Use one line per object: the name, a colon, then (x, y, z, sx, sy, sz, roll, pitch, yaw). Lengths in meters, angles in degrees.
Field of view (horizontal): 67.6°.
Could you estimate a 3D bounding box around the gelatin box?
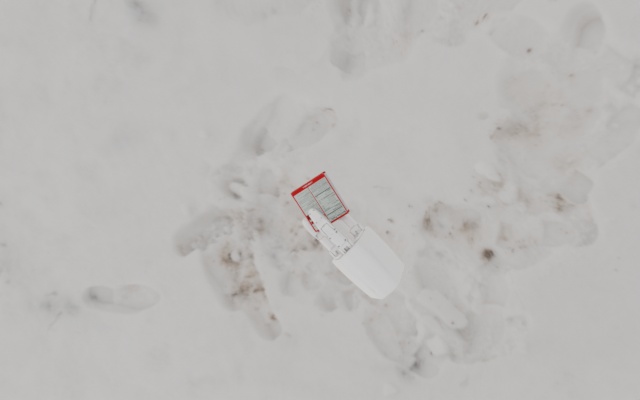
gelatin box: (0.000, 0.003, 0.879, 0.073, 0.089, 0.030, -32, 4, 13)
